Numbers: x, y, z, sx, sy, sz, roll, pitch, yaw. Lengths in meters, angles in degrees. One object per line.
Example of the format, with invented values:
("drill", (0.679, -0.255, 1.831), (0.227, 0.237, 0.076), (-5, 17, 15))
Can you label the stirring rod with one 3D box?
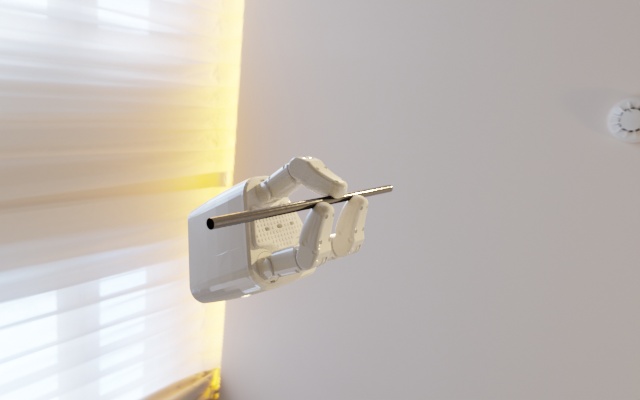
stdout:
("stirring rod", (0.000, 0.001, 0.409), (0.011, 0.011, 0.239), (0, 7, 37))
